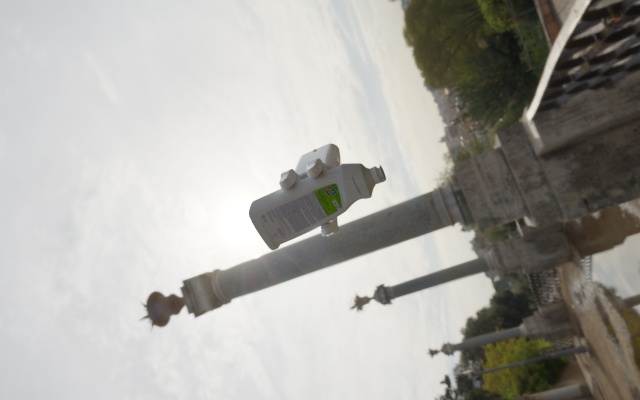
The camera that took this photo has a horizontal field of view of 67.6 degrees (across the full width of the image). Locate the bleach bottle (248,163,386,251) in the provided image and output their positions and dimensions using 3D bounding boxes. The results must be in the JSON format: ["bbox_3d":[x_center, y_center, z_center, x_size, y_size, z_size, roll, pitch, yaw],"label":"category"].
[{"bbox_3d":[0.000,0.003,0.858,0.251,0.103,0.068,-22,29,18],"label":"bleach bottle"}]
